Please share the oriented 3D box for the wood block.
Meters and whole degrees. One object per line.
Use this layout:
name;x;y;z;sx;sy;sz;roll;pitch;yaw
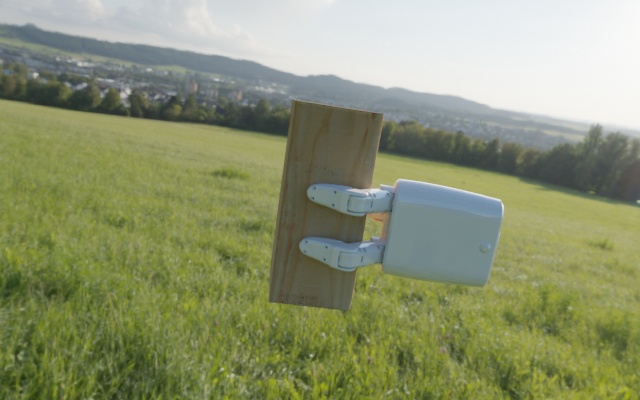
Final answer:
wood block;0.000;0.002;0.517;0.090;0.206;0.091;7;12;-6
